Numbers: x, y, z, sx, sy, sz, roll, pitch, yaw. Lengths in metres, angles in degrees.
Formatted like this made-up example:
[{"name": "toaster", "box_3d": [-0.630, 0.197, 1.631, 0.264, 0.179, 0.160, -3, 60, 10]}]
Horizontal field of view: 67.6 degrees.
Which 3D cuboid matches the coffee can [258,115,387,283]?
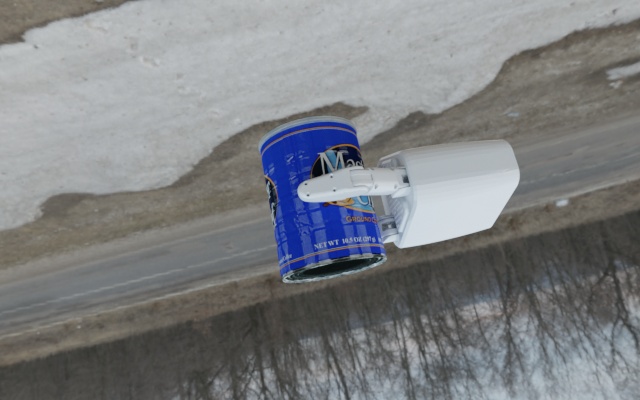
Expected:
[{"name": "coffee can", "box_3d": [0.000, 0.001, 0.475, 0.103, 0.140, 0.103, -11, -16, -3]}]
